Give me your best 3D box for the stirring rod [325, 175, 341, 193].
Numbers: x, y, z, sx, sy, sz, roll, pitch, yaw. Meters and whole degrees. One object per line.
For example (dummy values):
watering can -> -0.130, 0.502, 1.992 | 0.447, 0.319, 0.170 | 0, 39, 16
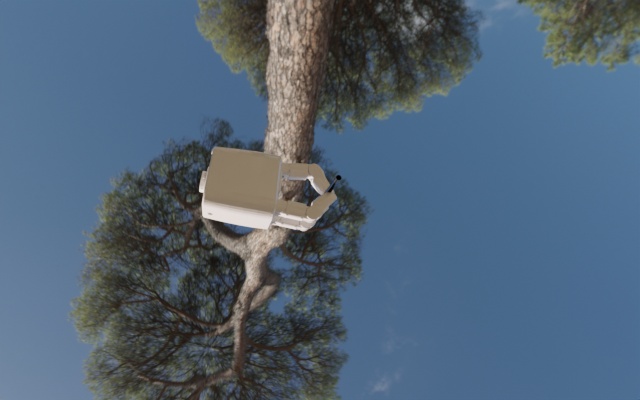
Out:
stirring rod -> 0.000, 0.002, 0.786 | 0.011, 0.011, 0.239 | 0, -17, -13
